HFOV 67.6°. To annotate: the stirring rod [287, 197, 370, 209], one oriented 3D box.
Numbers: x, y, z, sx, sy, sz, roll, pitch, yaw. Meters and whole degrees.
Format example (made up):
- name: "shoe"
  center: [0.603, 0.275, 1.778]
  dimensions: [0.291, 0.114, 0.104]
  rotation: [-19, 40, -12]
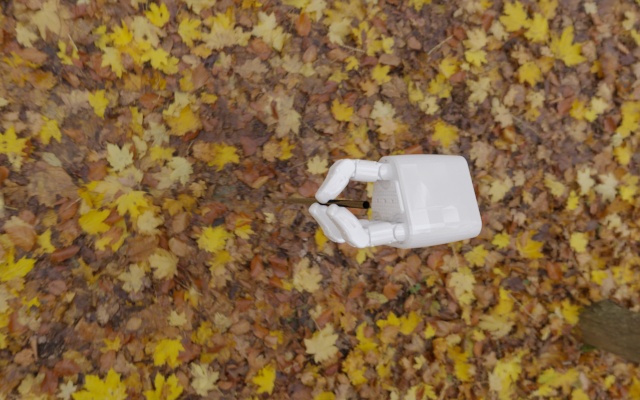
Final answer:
- name: "stirring rod"
  center: [0.000, 0.002, 0.575]
  dimensions: [0.011, 0.011, 0.239]
  rotation: [0, 1, -22]
